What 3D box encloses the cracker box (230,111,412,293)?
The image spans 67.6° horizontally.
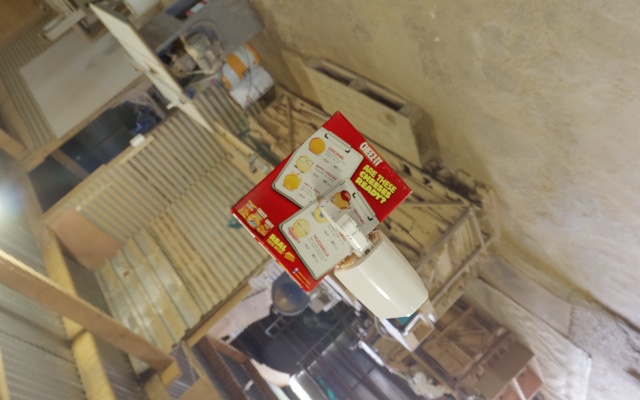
[{"bbox_3d":[0.000,0.002,0.708,0.213,0.164,0.072,-44,4,-10],"label":"cracker box"}]
